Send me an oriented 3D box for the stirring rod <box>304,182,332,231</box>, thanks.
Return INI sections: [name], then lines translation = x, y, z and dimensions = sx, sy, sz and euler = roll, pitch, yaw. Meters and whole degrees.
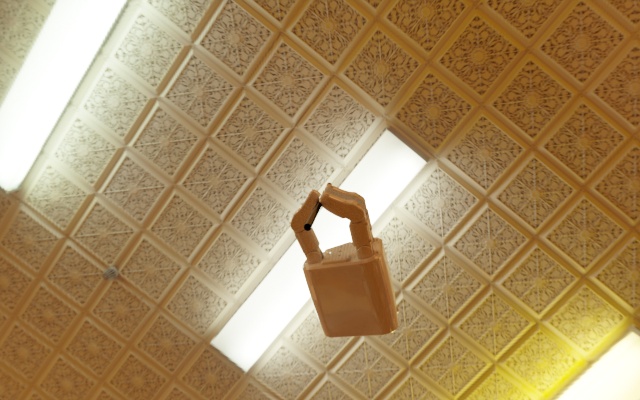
[stirring rod]
translation = 0.000, 0.002, 0.608
dimensions = 0.011, 0.011, 0.239
euler = 0, 12, 7
